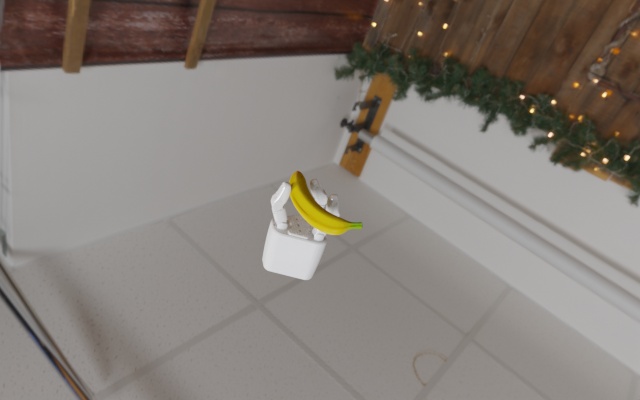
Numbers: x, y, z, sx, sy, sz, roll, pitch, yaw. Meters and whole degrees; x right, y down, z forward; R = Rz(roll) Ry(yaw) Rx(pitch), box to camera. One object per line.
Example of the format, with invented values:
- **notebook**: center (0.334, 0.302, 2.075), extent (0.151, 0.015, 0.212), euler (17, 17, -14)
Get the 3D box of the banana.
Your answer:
- **banana**: center (-0.012, 0.008, 0.878), extent (0.069, 0.037, 0.197), euler (-15, 43, -38)
